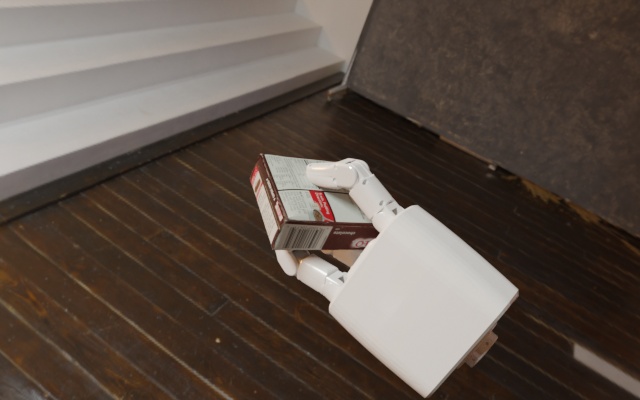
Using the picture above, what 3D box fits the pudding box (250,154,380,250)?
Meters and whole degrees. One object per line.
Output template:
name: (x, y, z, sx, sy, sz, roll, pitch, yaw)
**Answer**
pudding box: (0.000, 0.001, 0.445, 0.113, 0.039, 0.090, 5, 42, -30)
